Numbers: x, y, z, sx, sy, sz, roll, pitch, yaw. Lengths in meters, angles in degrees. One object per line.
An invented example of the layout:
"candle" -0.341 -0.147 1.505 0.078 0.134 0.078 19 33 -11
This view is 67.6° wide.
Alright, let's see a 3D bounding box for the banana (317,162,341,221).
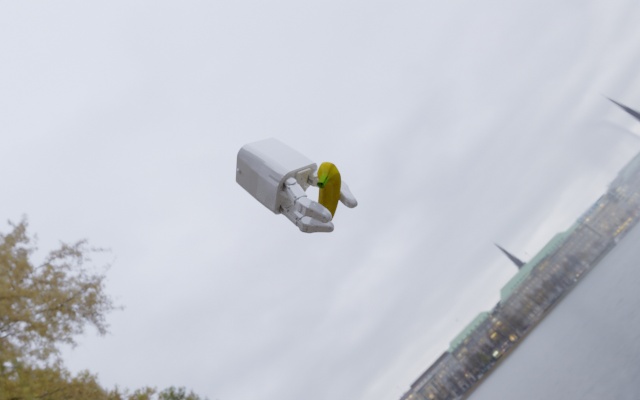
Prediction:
"banana" 0.009 -0.014 0.806 0.037 0.069 0.198 27 -20 14
